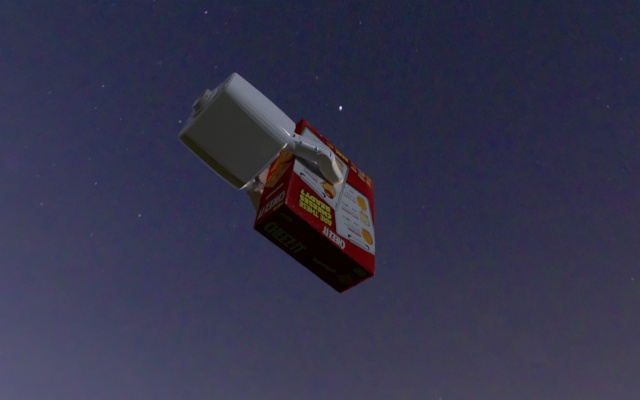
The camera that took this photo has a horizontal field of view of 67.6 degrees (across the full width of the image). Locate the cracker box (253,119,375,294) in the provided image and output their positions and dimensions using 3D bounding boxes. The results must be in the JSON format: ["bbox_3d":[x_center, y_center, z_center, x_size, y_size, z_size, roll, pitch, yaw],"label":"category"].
[{"bbox_3d":[0.000,0.002,0.690,0.164,0.213,0.072,40,-58,-23],"label":"cracker box"}]
